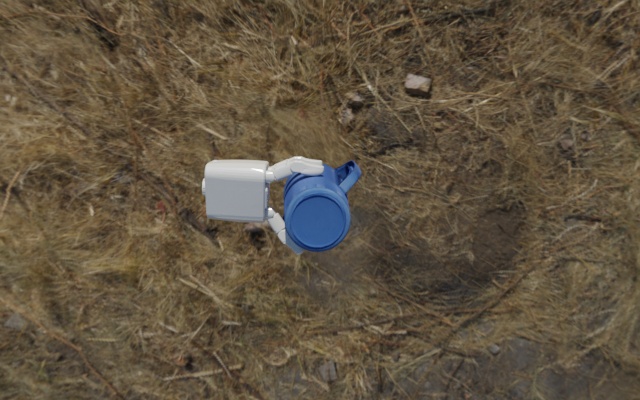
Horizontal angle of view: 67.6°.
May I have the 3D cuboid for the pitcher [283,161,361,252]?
[{"bbox_3d":[0.000,0.003,0.878,0.145,0.149,0.242,5,11,-3],"label":"pitcher"}]
